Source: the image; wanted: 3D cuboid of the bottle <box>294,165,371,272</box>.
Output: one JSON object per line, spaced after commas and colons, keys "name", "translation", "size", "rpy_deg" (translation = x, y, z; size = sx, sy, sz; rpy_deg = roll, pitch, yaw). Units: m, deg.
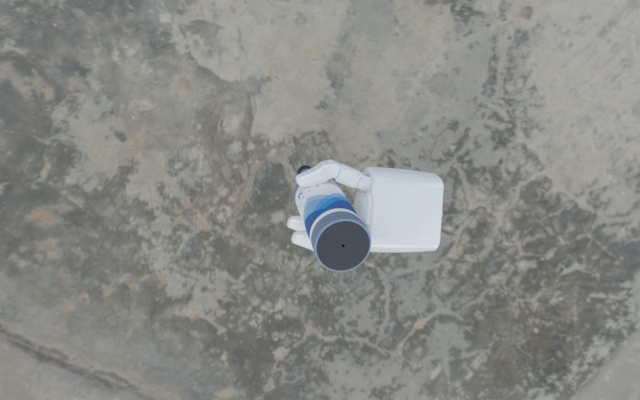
{"name": "bottle", "translation": [0.000, 0.002, 0.674], "size": [0.069, 0.069, 0.295], "rpy_deg": [0, 20, -11]}
